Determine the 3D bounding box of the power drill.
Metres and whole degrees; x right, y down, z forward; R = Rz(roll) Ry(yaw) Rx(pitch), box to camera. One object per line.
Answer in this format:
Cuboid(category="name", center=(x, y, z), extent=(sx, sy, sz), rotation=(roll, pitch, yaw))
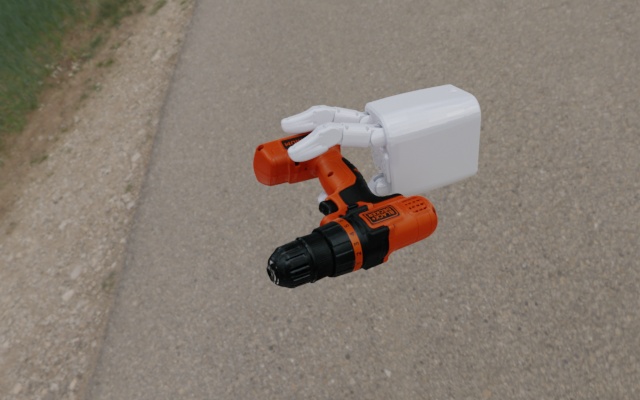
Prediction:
Cuboid(category="power drill", center=(0.000, 0.001, 0.503), extent=(0.184, 0.057, 0.187), rotation=(-16, 45, -26))
